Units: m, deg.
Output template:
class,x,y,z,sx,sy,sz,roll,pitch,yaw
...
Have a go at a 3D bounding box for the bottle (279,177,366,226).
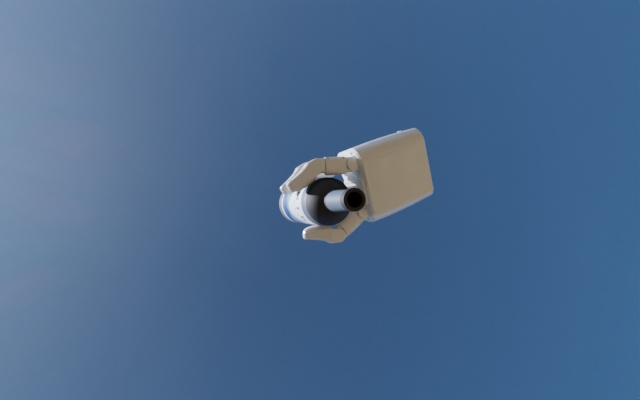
class,x,y,z,sx,sy,sz,roll,pitch,yaw
bottle,0.000,0.002,0.685,0.069,0.069,0.296,0,-1,-15
